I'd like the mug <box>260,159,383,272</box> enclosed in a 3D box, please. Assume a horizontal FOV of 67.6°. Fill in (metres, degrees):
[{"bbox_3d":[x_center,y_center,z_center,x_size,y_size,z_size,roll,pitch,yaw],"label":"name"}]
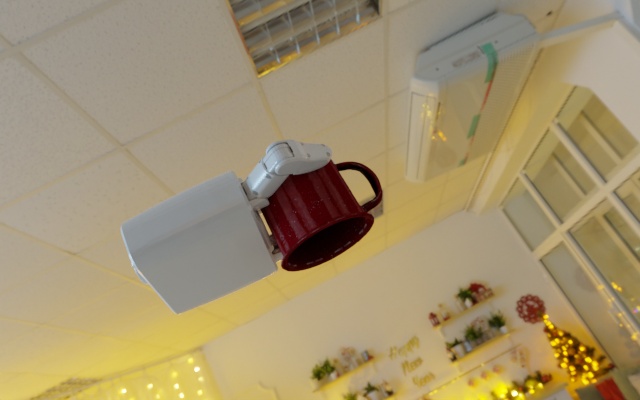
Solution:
[{"bbox_3d":[0.001,0.001,0.441,0.117,0.081,0.093,-27,-23,-7],"label":"mug"}]
